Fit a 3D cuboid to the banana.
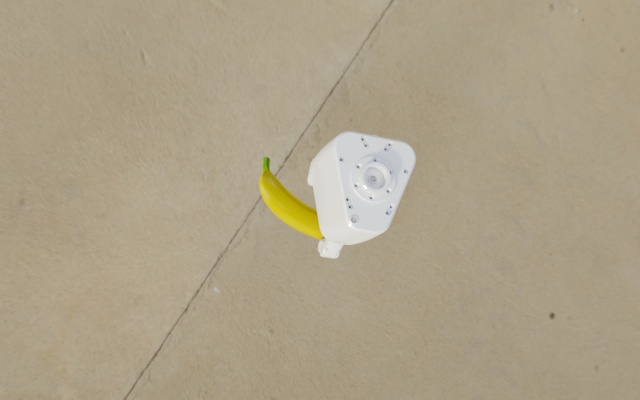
[{"bbox_3d":[-0.012,0.015,0.671,0.198,0.069,0.037,34,-18,-4],"label":"banana"}]
